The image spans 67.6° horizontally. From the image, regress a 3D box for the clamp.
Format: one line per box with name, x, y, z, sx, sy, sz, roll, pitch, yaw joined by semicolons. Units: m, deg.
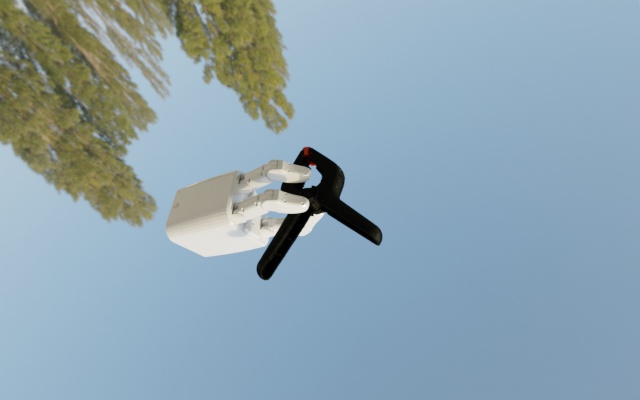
clamp;0.000;0.002;0.641;0.164;0.209;0.036;-13;-44;18
